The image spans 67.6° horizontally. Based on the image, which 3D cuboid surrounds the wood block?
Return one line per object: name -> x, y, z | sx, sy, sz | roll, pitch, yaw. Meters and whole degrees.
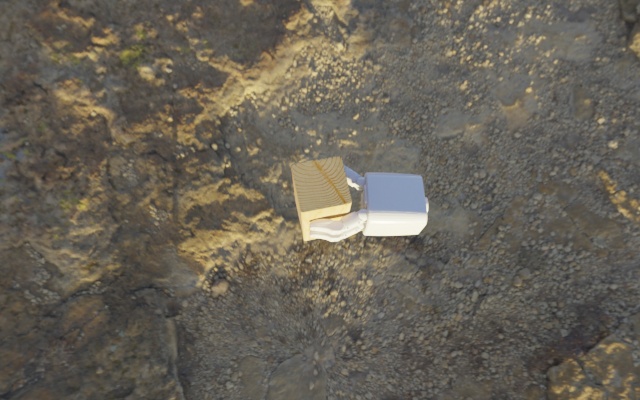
wood block -> 0.000, 0.003, 0.897 | 0.090, 0.090, 0.206 | -11, -18, -4
